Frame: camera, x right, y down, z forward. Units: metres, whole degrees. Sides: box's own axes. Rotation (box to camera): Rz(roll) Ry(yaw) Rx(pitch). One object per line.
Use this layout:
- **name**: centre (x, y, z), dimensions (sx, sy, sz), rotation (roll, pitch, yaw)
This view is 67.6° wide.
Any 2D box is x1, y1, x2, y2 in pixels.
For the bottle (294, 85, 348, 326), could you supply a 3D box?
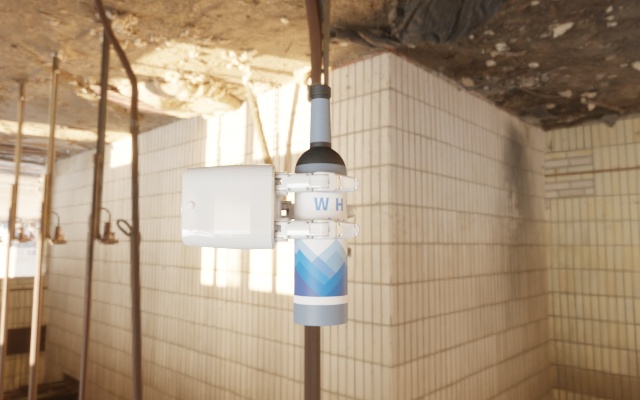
- **bottle**: centre (0.000, 0.002, 0.598), dimensions (0.069, 0.295, 0.069), rotation (0, -6, 0)
